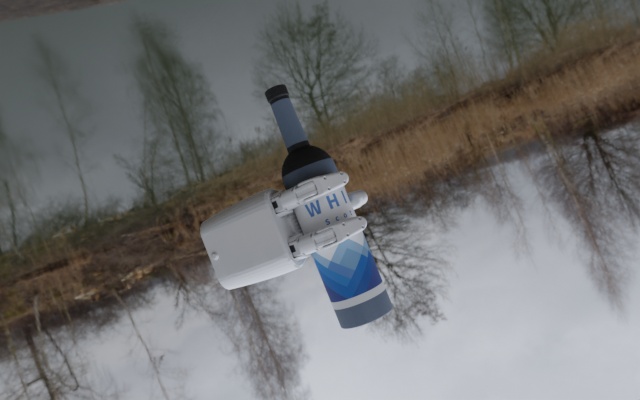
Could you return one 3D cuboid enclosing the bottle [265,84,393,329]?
[{"bbox_3d":[0.000,0.002,0.571,0.069,0.295,0.069,-22,-2,-1],"label":"bottle"}]
